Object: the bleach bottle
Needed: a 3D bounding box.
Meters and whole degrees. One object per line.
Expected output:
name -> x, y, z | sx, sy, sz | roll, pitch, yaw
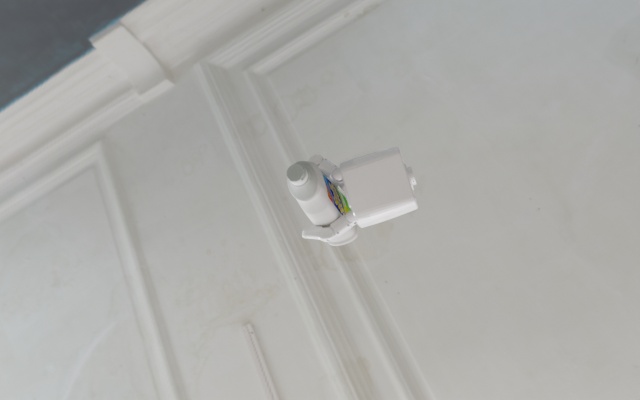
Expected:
bleach bottle -> 0.000, 0.003, 0.831 | 0.068, 0.102, 0.251 | -19, -22, 11
